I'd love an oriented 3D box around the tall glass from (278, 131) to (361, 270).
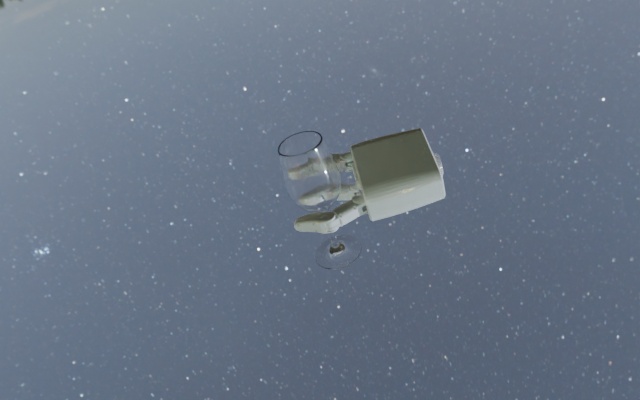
[{"bbox_3d":[0.000,0.003,0.680,0.079,0.201,0.079,-13,35,10],"label":"tall glass"}]
